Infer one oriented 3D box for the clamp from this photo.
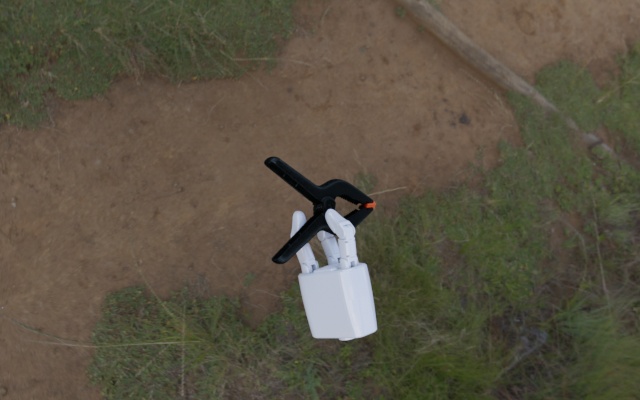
[{"bbox_3d":[0.001,0.003,0.778,0.210,0.164,0.036,-10,1,-35],"label":"clamp"}]
